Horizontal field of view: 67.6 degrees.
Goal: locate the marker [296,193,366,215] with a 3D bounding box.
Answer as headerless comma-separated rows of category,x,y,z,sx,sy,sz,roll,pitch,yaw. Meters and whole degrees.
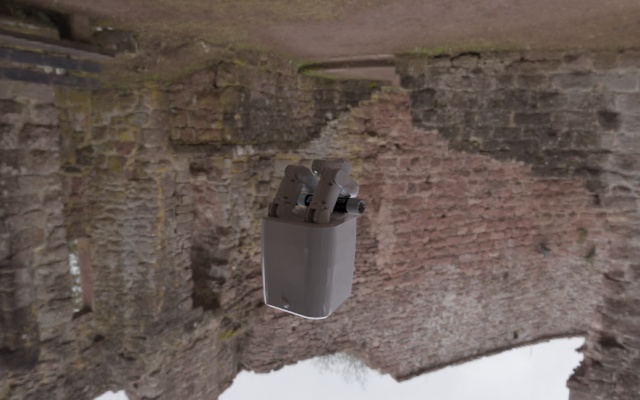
marker,0.000,0.002,0.580,0.121,0.020,0.020,7,4,38
